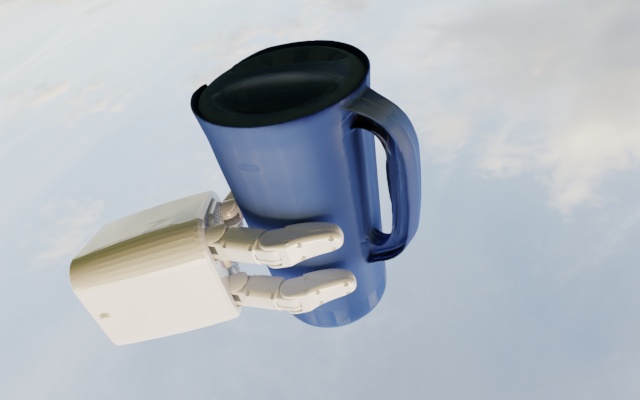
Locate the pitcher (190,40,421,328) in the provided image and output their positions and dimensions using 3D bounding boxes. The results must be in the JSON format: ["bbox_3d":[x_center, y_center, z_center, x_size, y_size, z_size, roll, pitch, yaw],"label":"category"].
[{"bbox_3d":[0.000,0.001,0.409,0.145,0.243,0.149,-15,38,0],"label":"pitcher"}]
